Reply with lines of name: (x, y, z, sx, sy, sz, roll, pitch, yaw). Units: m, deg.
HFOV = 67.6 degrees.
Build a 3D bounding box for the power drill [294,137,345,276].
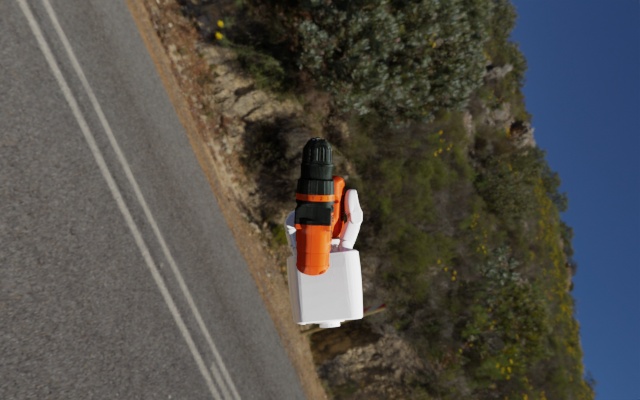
power drill: (0.000, 0.003, 0.704, 0.057, 0.184, 0.187, 5, 6, 8)
